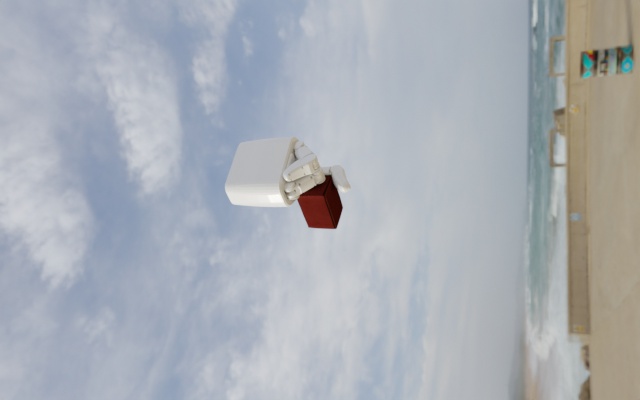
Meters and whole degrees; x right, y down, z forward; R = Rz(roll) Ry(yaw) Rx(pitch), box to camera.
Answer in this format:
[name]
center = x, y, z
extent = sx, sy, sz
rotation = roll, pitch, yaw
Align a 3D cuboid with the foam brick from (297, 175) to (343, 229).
[foam brick]
center = 0.000, 0.003, 0.796
extent = 0.051, 0.078, 0.053
rotation = -1, 42, 22
